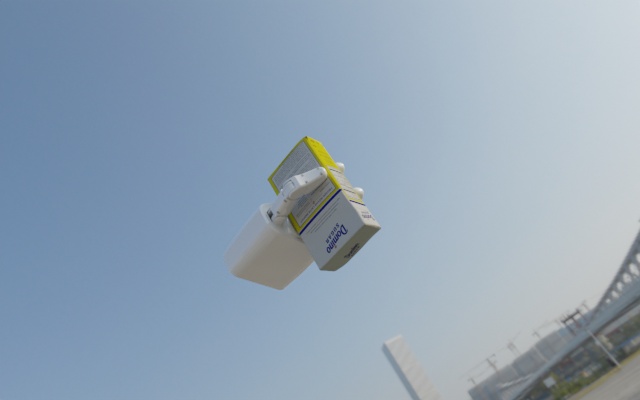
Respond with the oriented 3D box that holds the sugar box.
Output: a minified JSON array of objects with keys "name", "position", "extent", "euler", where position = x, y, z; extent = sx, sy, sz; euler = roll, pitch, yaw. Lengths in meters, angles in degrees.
[{"name":"sugar box","position":[0.000,0.002,0.663],"extent":[0.093,0.176,0.048],"euler":[-47,-34,22]}]
